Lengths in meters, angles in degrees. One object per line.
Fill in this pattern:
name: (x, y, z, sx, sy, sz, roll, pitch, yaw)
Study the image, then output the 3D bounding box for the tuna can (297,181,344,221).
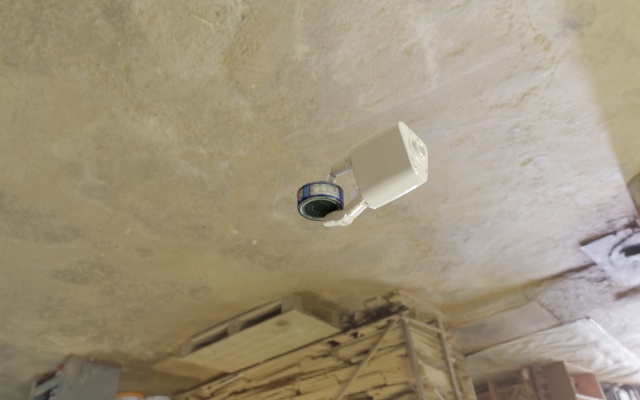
tuna can: (0.000, 0.003, 0.861, 0.086, 0.033, 0.086, -1, -33, 0)
